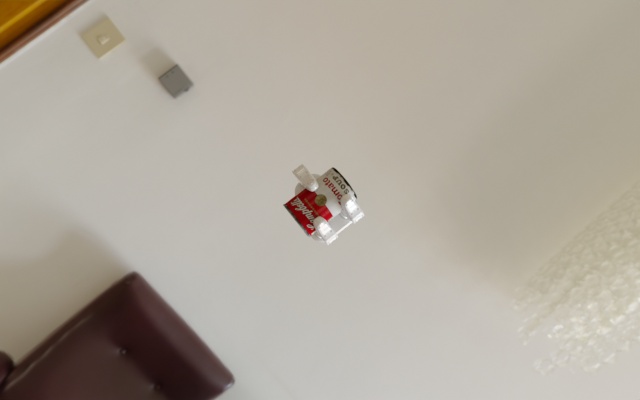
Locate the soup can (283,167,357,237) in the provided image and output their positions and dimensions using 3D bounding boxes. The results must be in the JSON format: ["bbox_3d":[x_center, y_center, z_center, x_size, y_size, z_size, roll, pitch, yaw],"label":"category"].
[{"bbox_3d":[0.000,0.002,0.771,0.102,0.068,0.068,-38,3,-4],"label":"soup can"}]
